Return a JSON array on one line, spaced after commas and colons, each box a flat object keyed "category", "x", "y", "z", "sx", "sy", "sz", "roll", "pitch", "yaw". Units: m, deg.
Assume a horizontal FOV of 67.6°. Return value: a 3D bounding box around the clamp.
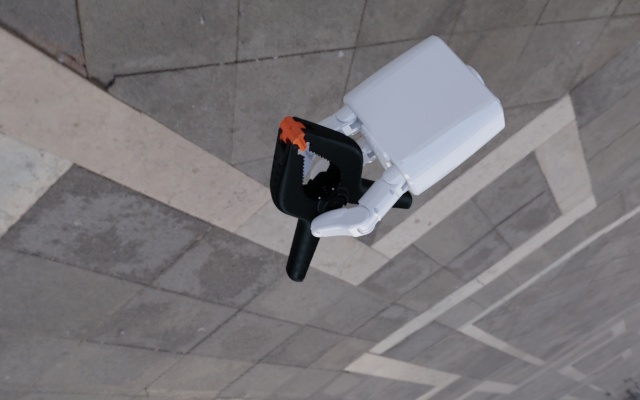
[{"category": "clamp", "x": 0.000, "y": 0.002, "z": 0.468, "sx": 0.164, "sy": 0.036, "sz": 0.210, "roll": -39, "pitch": -36, "yaw": 2}]
